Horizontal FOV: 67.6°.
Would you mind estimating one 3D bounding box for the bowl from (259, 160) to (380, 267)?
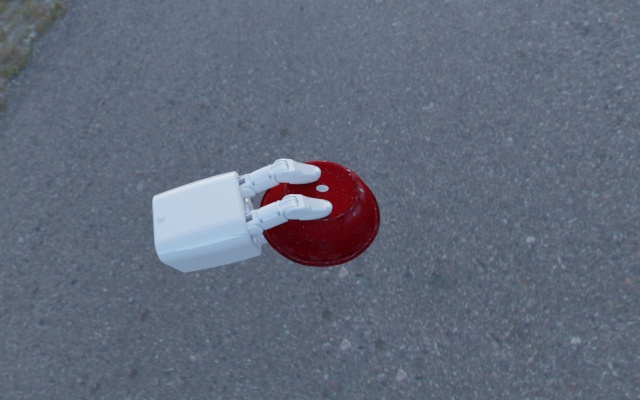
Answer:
[{"bbox_3d":[0.001,0.001,0.613,0.162,0.162,0.055,0,-36,-3],"label":"bowl"}]
